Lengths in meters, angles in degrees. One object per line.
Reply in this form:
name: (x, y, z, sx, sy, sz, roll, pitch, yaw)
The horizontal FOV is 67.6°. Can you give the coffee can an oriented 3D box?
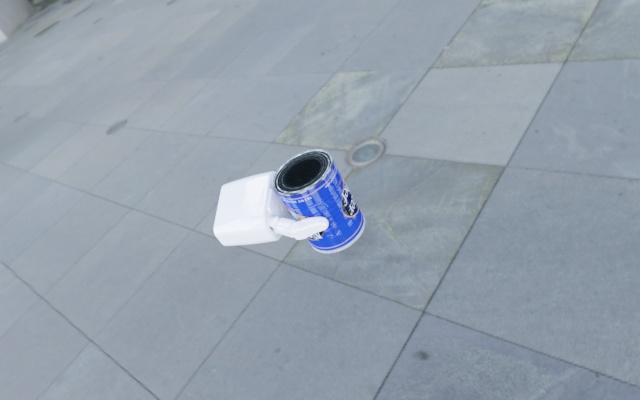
coffee can: (0.000, 0.003, 0.773, 0.103, 0.102, 0.140, 0, -44, 35)
